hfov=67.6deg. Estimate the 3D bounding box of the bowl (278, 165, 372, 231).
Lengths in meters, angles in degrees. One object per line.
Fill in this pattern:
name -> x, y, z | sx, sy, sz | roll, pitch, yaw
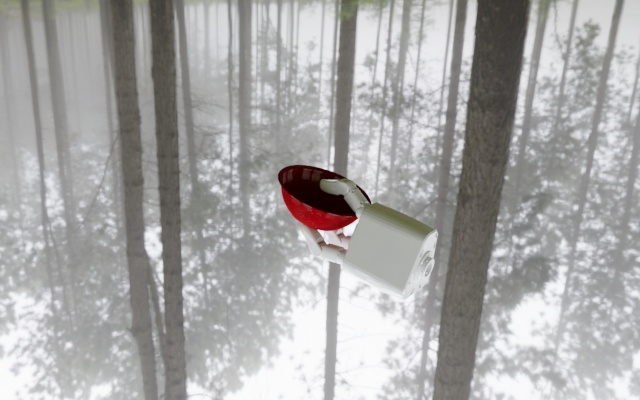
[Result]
bowl -> -0.001, 0.002, 0.789 | 0.162, 0.055, 0.162 | 17, 26, -9
